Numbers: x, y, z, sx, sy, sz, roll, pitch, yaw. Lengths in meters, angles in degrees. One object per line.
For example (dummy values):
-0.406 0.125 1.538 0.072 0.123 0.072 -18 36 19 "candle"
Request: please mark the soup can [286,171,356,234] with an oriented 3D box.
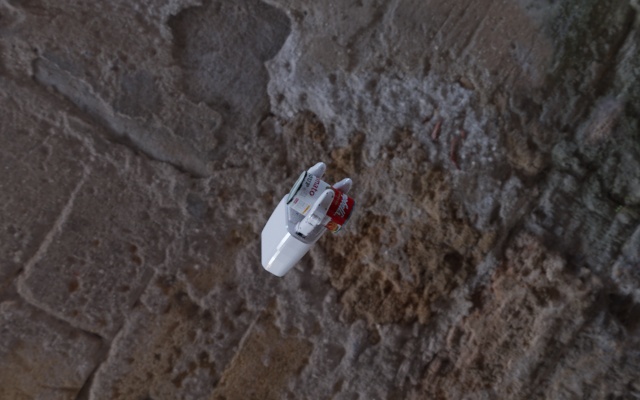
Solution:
0.000 0.002 0.822 0.102 0.068 0.068 31 -6 -10 "soup can"
